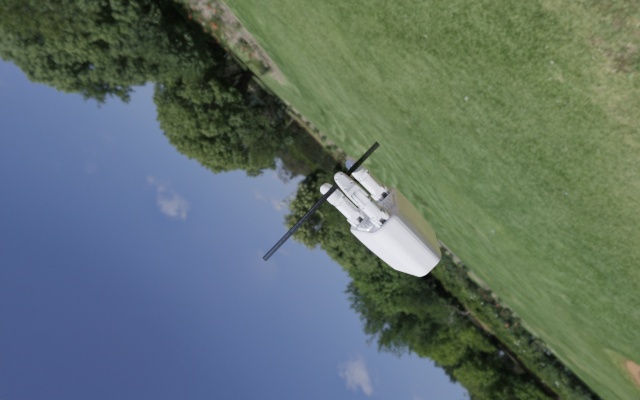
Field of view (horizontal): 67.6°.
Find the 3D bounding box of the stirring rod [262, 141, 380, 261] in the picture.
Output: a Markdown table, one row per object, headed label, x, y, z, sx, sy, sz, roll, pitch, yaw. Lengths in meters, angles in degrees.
| label | x | y | z | sx | sy | sz | roll | pitch | yaw |
| --- | --- | --- | --- | --- | --- | --- | --- | --- | --- |
| stirring rod | 0.000 | 0.002 | 0.704 | 0.011 | 0.239 | 0.011 | 44 | 4 | -4 |
